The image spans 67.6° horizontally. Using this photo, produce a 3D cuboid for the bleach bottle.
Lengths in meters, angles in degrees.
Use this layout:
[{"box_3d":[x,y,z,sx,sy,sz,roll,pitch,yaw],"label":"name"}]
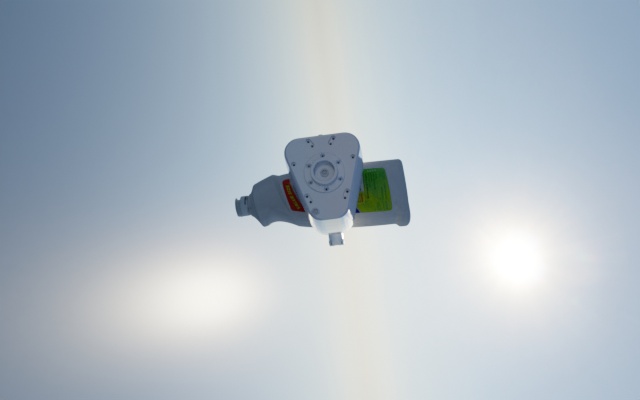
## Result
[{"box_3d":[0.000,0.002,0.709,0.251,0.102,0.068,-8,-13,3],"label":"bleach bottle"}]
